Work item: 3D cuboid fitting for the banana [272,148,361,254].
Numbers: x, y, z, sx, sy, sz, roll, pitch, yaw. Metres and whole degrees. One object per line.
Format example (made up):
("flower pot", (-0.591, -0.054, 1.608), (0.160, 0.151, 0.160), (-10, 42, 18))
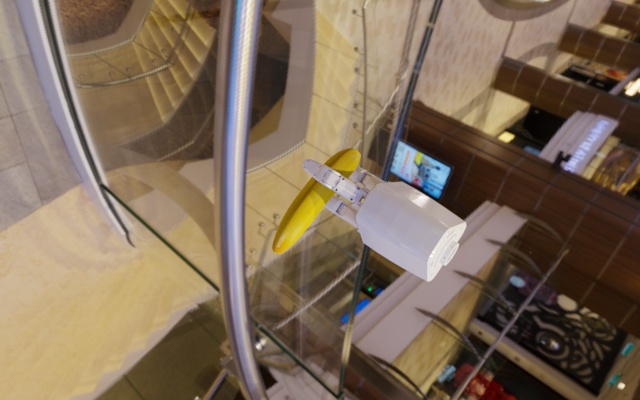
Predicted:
("banana", (0.001, -0.009, 0.652), (0.037, 0.197, 0.070), (33, -22, 20))
